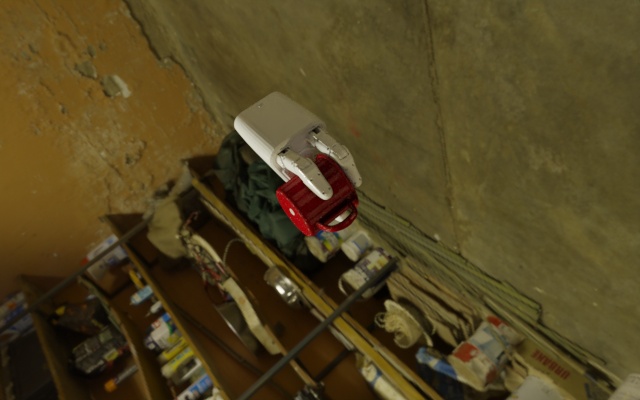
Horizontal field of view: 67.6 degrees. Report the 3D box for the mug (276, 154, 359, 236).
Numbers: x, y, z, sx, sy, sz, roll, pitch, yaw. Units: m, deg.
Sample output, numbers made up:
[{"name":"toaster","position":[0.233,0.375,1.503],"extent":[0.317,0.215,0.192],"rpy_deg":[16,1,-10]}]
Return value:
[{"name":"mug","position":[0.001,0.003,0.655],"extent":[0.081,0.093,0.117],"rpy_deg":[-37,53,-14]}]
